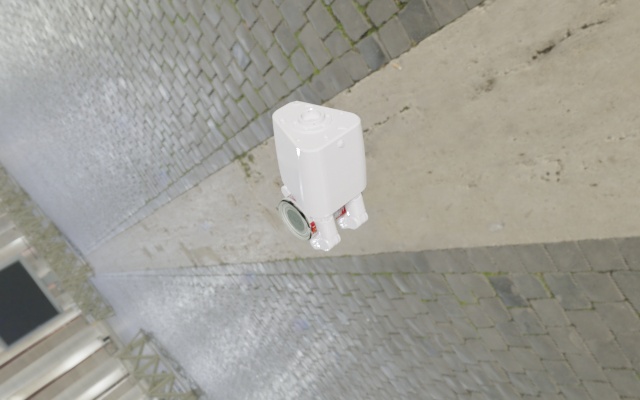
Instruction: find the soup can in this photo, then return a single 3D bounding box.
[{"bbox_3d":[0.000,0.003,0.674,0.102,0.068,0.068,-36,18,-27],"label":"soup can"}]
